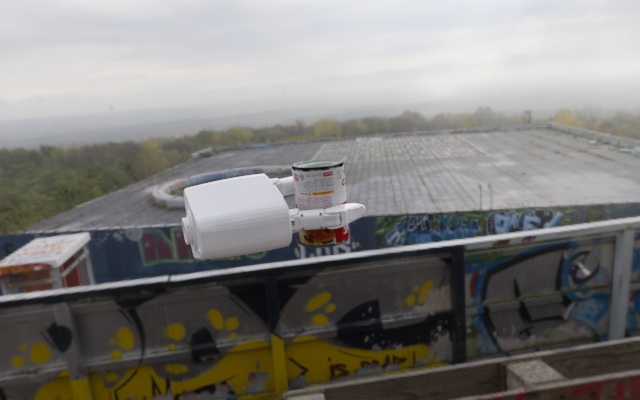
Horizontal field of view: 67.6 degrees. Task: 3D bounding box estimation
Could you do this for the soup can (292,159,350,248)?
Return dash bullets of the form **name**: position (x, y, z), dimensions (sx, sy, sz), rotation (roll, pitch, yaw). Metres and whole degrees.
- **soup can**: position (0.001, 0.002, 0.612), dimensions (0.068, 0.102, 0.068), rotation (-5, 13, 1)
